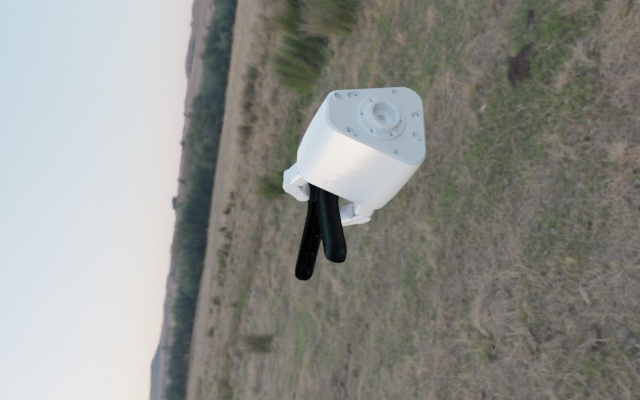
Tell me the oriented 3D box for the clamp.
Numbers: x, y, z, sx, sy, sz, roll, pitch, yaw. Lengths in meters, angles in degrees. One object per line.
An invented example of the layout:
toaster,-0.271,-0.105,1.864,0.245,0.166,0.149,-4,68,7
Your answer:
clamp,-0.001,0.001,0.631,0.036,0.210,0.165,10,-26,-15
